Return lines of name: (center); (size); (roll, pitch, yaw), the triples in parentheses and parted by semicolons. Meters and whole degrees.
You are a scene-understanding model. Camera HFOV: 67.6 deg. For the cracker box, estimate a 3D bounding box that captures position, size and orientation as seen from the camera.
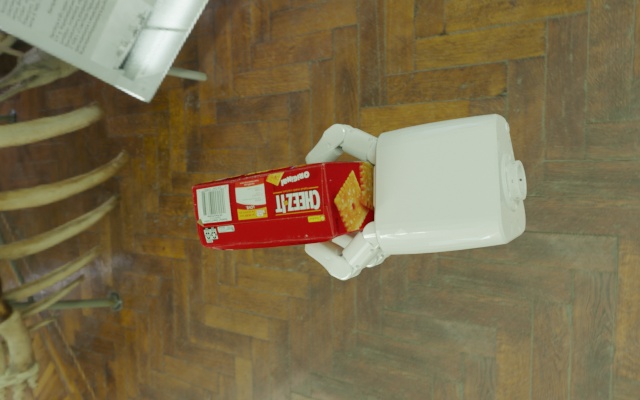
cracker box: (0.000, 0.002, 0.514); (0.164, 0.072, 0.213); (-7, 0, 34)
